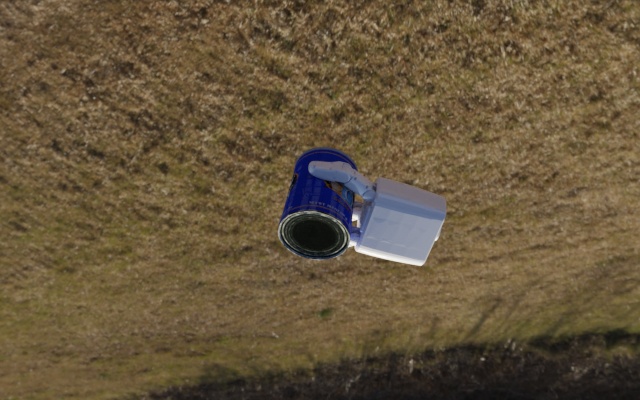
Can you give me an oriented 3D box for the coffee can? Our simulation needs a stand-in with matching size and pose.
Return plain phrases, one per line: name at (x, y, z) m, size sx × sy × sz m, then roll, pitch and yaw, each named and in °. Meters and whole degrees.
coffee can at (0.000, 0.002, 0.712) m, size 0.103 × 0.103 × 0.140 m, roll 0°, pitch 44°, yaw 11°
